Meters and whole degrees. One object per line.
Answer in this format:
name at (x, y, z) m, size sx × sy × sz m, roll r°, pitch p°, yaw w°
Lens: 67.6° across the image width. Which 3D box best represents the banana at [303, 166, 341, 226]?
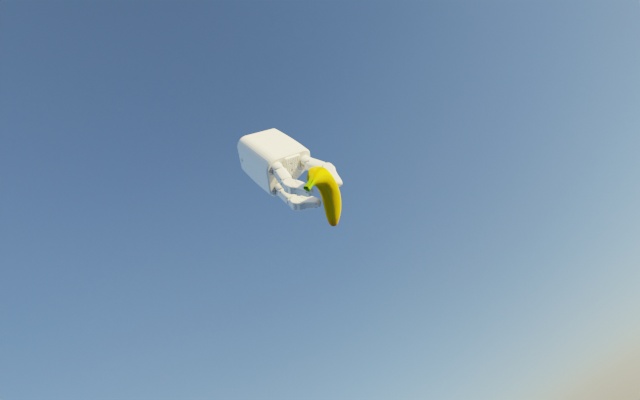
banana at (0.007, -0.015, 0.897) m, size 0.037 × 0.069 × 0.198 m, roll 20°, pitch -15°, yaw 25°
